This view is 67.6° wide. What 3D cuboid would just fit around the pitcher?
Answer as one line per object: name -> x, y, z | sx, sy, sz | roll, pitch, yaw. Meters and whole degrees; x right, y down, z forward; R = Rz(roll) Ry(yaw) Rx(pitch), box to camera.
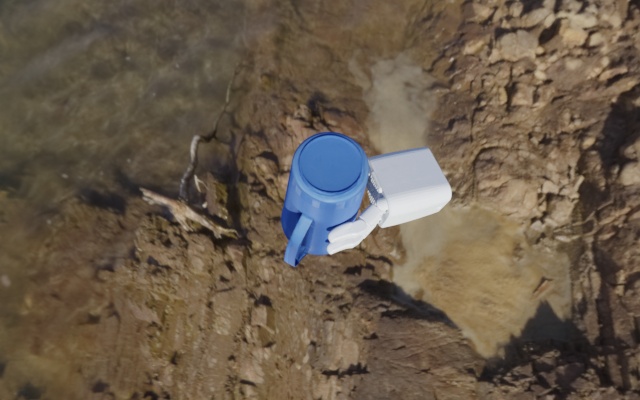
pitcher -> 0.000, 0.002, 0.754 | 0.145, 0.149, 0.243 | -12, -19, -9
